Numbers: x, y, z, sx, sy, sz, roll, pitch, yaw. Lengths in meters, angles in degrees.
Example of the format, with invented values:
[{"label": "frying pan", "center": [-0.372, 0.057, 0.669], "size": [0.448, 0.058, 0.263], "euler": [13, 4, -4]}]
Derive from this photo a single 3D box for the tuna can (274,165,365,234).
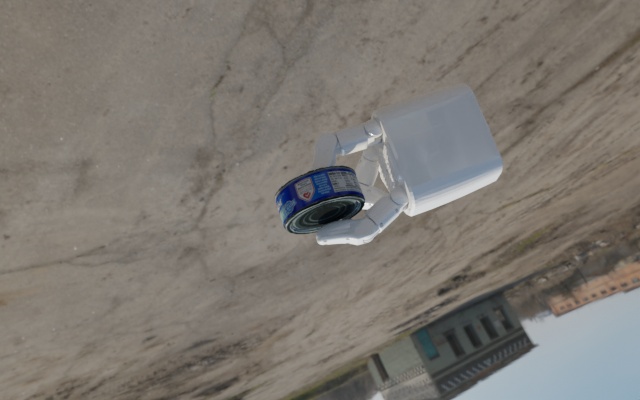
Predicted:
[{"label": "tuna can", "center": [0.000, 0.002, 0.473], "size": [0.086, 0.033, 0.086], "euler": [-17, -21, -7]}]
